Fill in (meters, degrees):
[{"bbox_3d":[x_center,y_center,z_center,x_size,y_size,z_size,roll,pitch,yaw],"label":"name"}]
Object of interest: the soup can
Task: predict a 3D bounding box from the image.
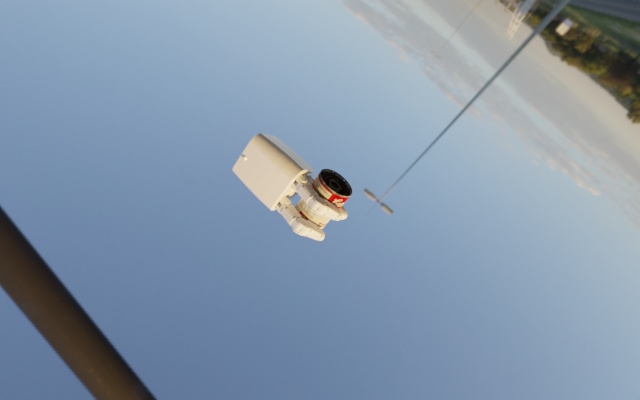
[{"bbox_3d":[0.000,0.003,0.853,0.068,0.068,0.102,0,-43,-48],"label":"soup can"}]
